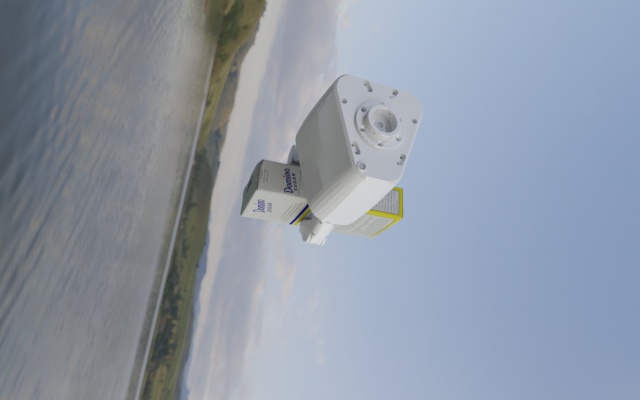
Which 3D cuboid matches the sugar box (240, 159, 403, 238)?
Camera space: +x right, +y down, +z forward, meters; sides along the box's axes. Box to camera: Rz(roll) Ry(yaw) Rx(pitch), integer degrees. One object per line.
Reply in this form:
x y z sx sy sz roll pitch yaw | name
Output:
0.000 0.001 0.575 0.176 0.048 0.093 13 -25 -17 | sugar box
